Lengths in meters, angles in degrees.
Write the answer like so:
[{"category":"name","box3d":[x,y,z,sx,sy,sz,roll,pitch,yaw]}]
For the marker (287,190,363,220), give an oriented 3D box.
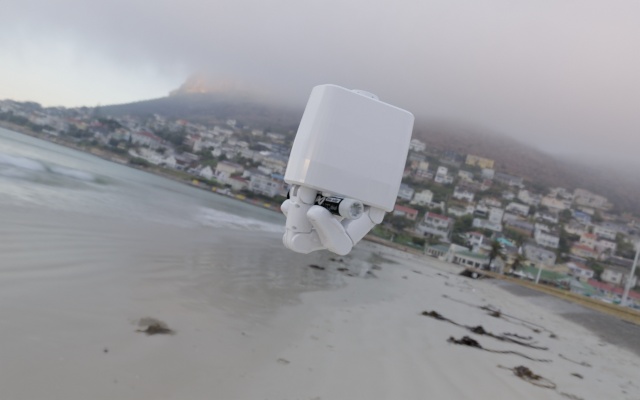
[{"category":"marker","box3d":[0.000,0.002,0.492,0.020,0.020,0.121,0,7,-33]}]
